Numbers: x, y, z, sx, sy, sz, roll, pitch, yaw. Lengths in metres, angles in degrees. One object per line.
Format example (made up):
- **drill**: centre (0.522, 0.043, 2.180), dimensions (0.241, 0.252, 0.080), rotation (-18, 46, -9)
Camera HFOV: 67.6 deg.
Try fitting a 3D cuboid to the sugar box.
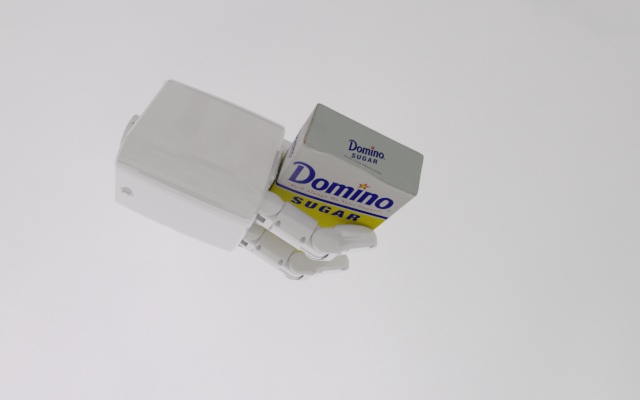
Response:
- **sugar box**: centre (0.000, 0.002, 0.409), dimensions (0.093, 0.048, 0.176), rotation (24, -31, -11)
